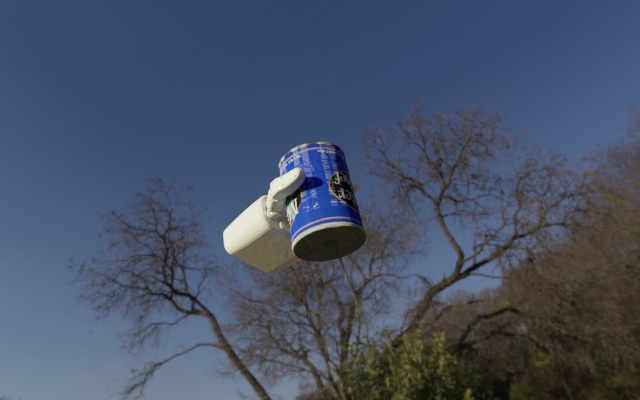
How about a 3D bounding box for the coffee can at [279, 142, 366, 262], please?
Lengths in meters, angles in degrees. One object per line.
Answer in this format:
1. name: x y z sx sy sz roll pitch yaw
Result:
1. coffee can: 0.000 0.002 0.684 0.103 0.140 0.103 -9 -31 -5
